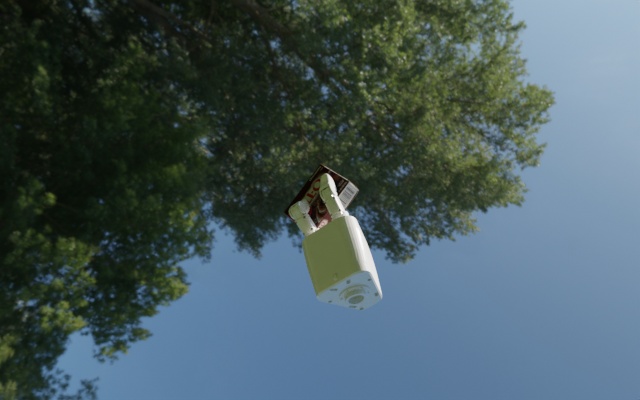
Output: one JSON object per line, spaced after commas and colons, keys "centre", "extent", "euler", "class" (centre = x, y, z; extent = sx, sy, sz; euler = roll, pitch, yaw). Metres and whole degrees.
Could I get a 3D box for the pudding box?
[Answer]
{"centre": [0.000, 0.003, 0.825], "extent": [0.039, 0.113, 0.090], "euler": [41, -4, -43], "class": "pudding box"}
